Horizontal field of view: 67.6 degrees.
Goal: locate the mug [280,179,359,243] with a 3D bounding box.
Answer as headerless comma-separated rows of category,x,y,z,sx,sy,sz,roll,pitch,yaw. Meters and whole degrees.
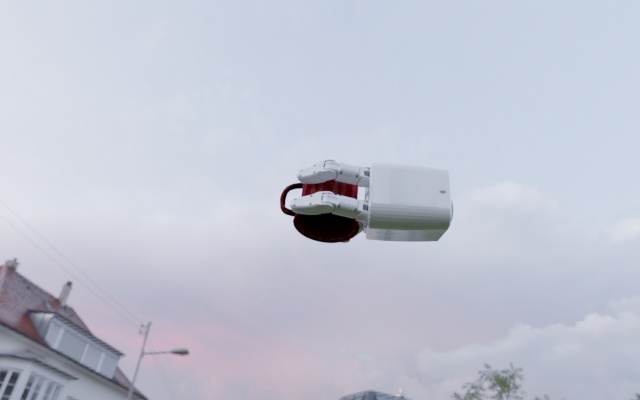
mug,-0.001,0.002,0.689,0.117,0.081,0.093,5,-35,4
